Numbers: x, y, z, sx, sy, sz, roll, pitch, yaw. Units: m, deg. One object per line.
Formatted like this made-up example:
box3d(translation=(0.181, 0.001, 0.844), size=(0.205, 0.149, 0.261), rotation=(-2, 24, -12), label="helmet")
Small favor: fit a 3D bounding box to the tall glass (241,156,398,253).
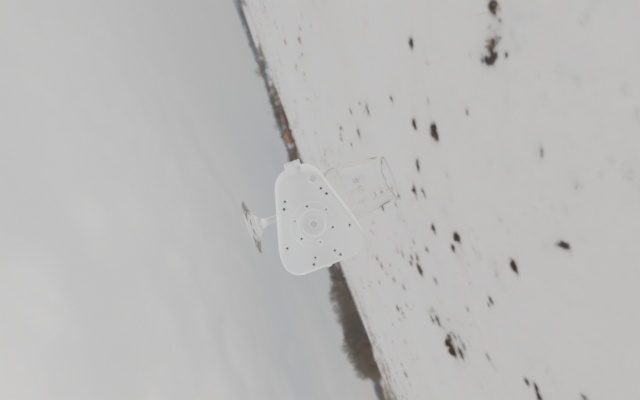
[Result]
box3d(translation=(-0.001, 0.002, 0.648), size=(0.201, 0.079, 0.079), rotation=(-20, 0, -1), label="tall glass")
